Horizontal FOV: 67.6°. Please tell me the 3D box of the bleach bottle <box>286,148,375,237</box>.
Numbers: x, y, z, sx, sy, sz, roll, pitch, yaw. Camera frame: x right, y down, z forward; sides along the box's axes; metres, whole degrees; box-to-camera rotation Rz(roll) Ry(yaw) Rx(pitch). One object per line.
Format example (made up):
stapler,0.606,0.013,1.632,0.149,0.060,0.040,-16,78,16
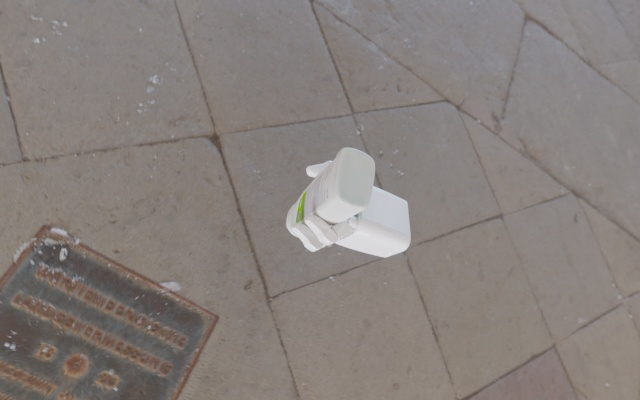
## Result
bleach bottle,0.000,0.003,0.831,0.068,0.102,0.251,19,-24,-20
